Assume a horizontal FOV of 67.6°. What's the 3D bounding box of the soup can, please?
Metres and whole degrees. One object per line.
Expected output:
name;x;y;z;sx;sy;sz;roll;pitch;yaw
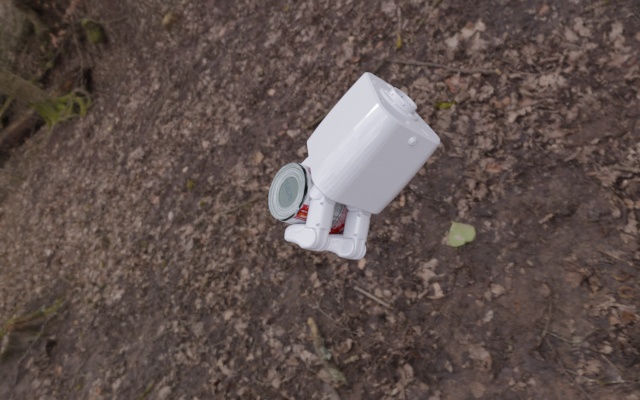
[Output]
soup can;0.000;0.002;0.551;0.102;0.068;0.068;18;-11;-39
